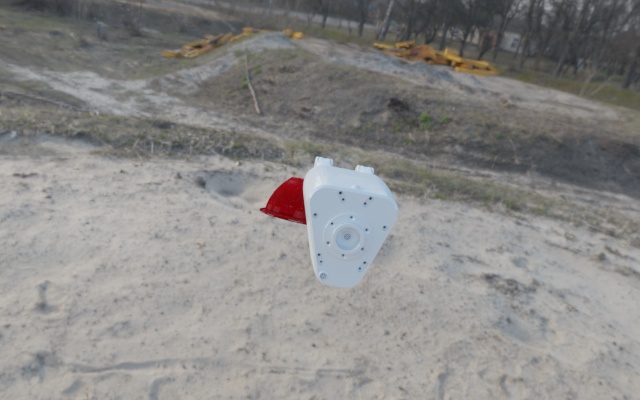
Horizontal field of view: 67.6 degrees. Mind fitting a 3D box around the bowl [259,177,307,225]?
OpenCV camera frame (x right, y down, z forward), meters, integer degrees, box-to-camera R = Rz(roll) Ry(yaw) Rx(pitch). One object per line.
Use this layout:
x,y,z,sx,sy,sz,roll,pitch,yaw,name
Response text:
0.000,0.002,0.661,0.162,0.055,0.162,11,2,0,bowl
